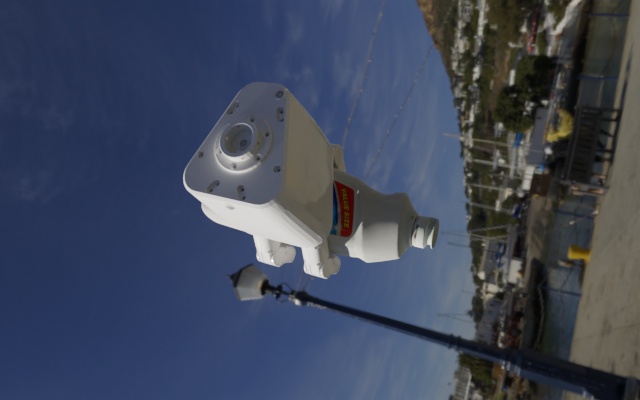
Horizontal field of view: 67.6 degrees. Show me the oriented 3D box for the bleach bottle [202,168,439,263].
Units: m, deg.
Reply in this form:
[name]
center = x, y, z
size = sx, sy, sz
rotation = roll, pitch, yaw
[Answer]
[bleach bottle]
center = 0.000, 0.002, 0.509
size = 0.251, 0.102, 0.068
rotation = 11, -16, 23
